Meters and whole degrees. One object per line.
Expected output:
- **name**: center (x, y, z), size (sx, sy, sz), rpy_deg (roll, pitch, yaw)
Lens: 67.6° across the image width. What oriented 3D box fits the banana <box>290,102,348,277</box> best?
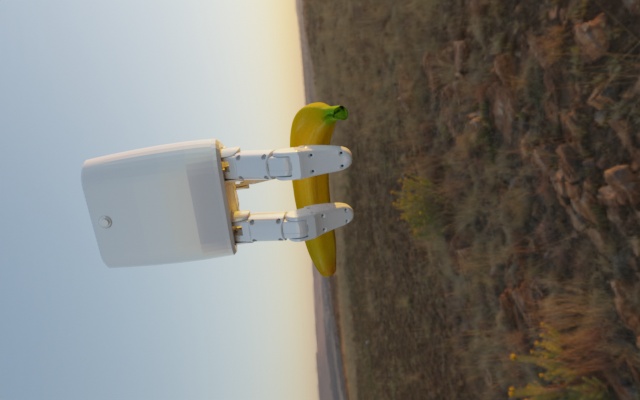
- **banana**: center (-0.005, -0.013, 0.440), size (0.037, 0.198, 0.069), rpy_deg (-11, 44, -12)
